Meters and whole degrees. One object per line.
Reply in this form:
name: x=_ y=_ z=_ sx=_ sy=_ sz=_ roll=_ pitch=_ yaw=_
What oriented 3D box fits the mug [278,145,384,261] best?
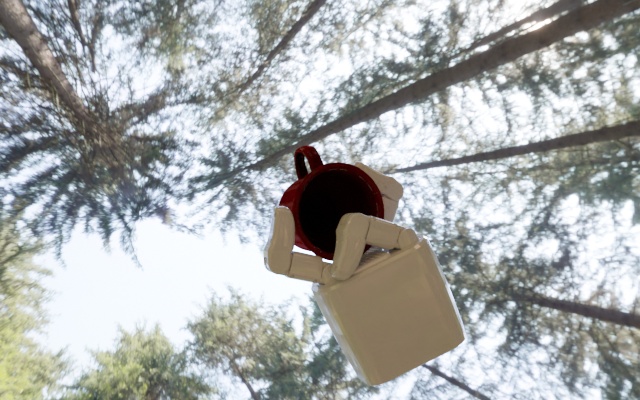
mug: x=-0.001 y=0.000 z=0.481 sx=0.093 sy=0.117 sz=0.081 roll=-25 pitch=6 yaw=-20
